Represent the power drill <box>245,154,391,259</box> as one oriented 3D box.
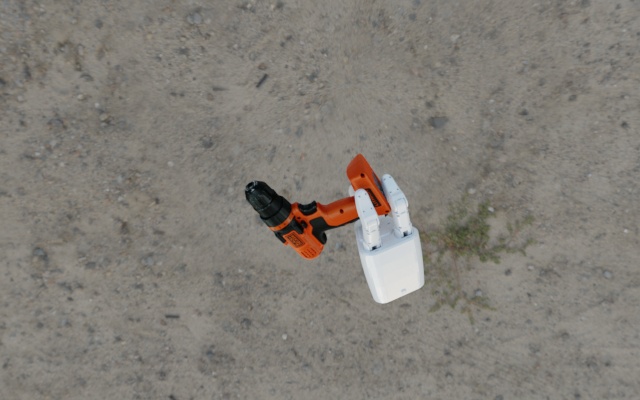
[{"bbox_3d":[0.001,0.002,0.745,0.188,0.057,0.184,-26,-48,19],"label":"power drill"}]
